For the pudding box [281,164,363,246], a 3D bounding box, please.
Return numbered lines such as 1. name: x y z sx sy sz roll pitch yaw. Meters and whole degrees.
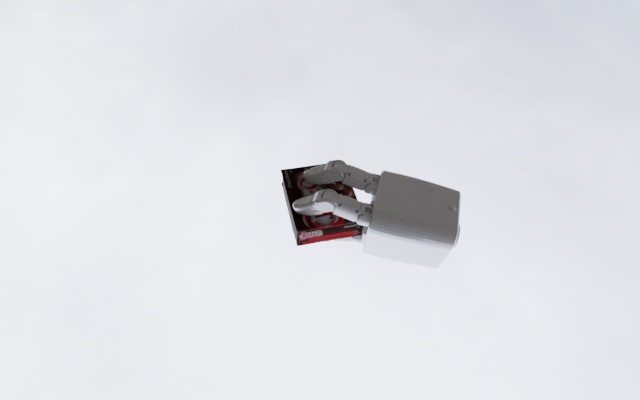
1. pudding box: 0.000 0.002 0.644 0.090 0.113 0.039 -8 -41 -12
